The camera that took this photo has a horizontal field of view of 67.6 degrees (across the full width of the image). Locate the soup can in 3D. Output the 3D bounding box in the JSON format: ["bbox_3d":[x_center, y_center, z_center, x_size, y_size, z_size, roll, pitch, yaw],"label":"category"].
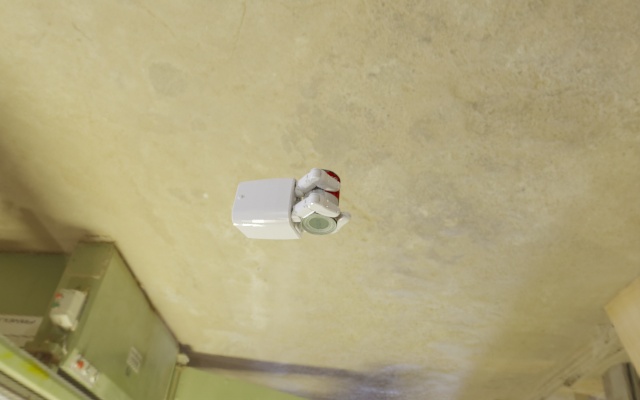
[{"bbox_3d":[0.001,0.003,0.863,0.068,0.102,0.069,3,-38,3],"label":"soup can"}]
